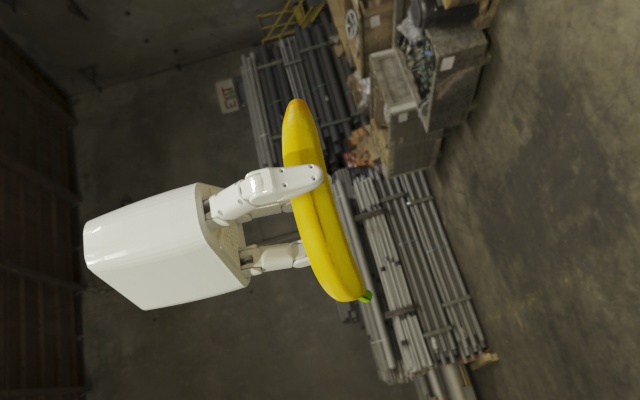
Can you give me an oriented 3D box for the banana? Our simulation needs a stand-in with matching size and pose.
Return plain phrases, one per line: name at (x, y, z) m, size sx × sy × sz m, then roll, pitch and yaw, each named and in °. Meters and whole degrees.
banana at (-0.002, 0.007, 0.411) m, size 0.037 × 0.198 × 0.069 m, roll -17°, pitch 3°, yaw 10°
